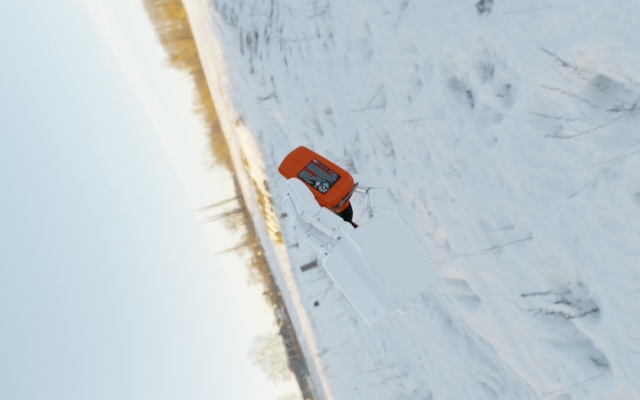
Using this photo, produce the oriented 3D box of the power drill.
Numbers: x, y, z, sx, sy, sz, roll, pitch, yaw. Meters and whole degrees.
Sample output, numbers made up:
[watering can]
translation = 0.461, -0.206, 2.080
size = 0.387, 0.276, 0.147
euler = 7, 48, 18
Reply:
[power drill]
translation = 0.000, 0.002, 0.703
size = 0.184, 0.057, 0.188
euler = 32, -17, 28
